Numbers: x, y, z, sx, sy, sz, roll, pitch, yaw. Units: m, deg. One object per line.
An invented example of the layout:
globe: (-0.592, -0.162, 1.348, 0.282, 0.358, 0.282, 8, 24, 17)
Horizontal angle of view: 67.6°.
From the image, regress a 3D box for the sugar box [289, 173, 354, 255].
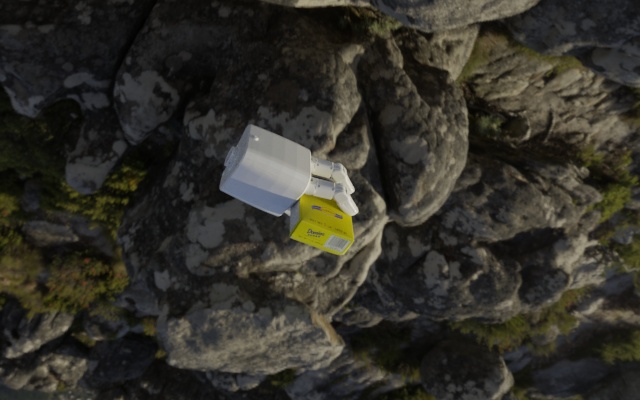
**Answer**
sugar box: (0.000, 0.002, 0.774, 0.093, 0.048, 0.176, 22, 37, -20)
